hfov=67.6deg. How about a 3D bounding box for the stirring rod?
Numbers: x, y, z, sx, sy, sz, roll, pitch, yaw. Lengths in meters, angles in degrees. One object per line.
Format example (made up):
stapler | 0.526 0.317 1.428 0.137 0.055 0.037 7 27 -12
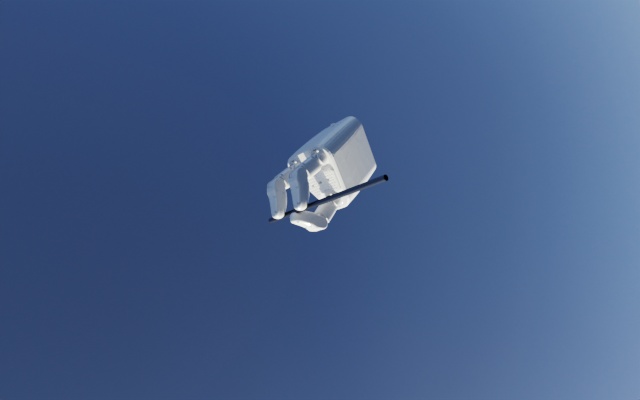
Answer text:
stirring rod | 0.000 0.002 0.648 0.011 0.011 0.239 0 -14 -41
